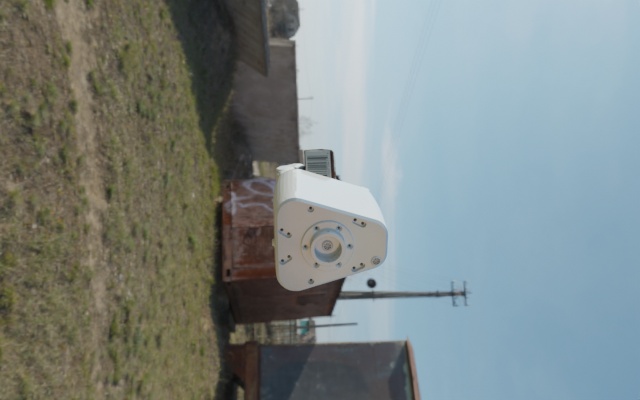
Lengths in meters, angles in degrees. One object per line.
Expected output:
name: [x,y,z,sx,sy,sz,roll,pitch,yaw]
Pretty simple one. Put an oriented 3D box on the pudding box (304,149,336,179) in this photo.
pudding box: [0.000,0.002,0.599,0.039,0.113,0.090,-1,-12,-1]
